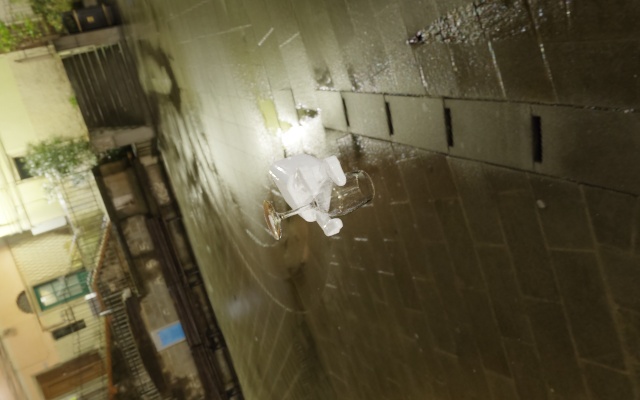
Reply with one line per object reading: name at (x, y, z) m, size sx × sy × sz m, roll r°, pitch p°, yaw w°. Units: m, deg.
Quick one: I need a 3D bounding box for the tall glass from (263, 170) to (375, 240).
tall glass at (0.000, 0.003, 0.883) m, size 0.201 × 0.079 × 0.079 m, roll -20°, pitch 7°, yaw -21°
